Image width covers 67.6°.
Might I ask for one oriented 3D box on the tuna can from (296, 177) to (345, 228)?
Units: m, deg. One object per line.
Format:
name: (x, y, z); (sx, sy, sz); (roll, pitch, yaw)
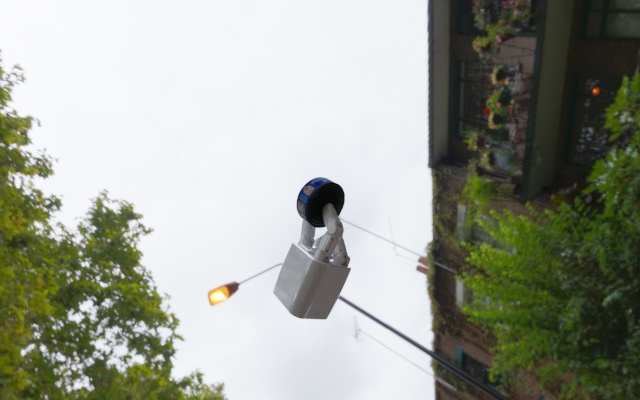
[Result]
tuna can: (0.000, 0.002, 0.833); (0.086, 0.086, 0.033); (0, 22, -41)
